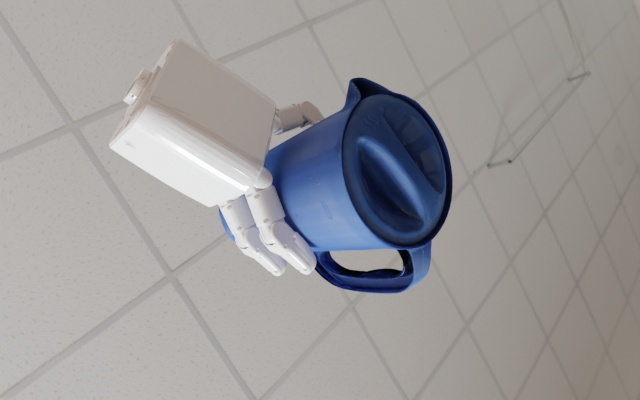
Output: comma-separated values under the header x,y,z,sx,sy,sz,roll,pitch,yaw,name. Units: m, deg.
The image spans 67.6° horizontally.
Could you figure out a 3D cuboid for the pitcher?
x,y,z,sx,sy,sz,roll,pitch,yaw,name
0.000,0.001,0.478,0.145,0.149,0.243,32,-27,-29,pitcher
